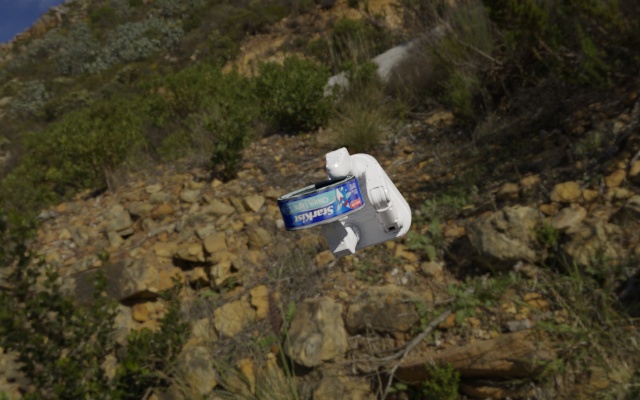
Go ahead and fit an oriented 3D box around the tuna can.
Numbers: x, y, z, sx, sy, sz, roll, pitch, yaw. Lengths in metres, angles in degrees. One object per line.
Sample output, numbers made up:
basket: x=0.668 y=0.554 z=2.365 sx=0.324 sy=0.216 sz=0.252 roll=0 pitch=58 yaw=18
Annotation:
tuna can: x=0.000 y=0.001 z=0.488 sx=0.086 sy=0.034 sz=0.086 roll=-17 pitch=6 yaw=2
